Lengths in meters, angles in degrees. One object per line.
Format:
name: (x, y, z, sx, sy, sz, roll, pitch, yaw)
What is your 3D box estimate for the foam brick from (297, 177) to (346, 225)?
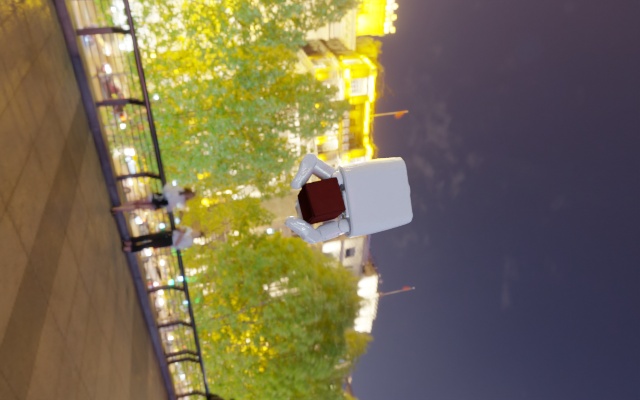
foam brick: (0.000, 0.002, 0.724, 0.051, 0.053, 0.078, -12, -10, -14)
